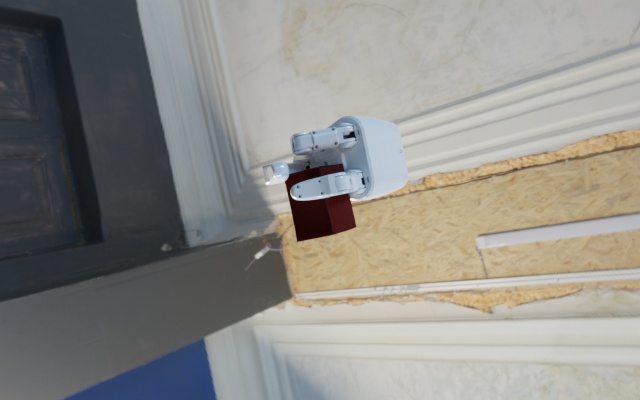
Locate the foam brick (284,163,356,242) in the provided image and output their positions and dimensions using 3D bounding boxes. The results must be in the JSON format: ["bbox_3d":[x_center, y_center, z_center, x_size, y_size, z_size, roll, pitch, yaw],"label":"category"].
[{"bbox_3d":[0.000,0.002,0.541,0.053,0.078,0.051,-11,0,34],"label":"foam brick"}]
